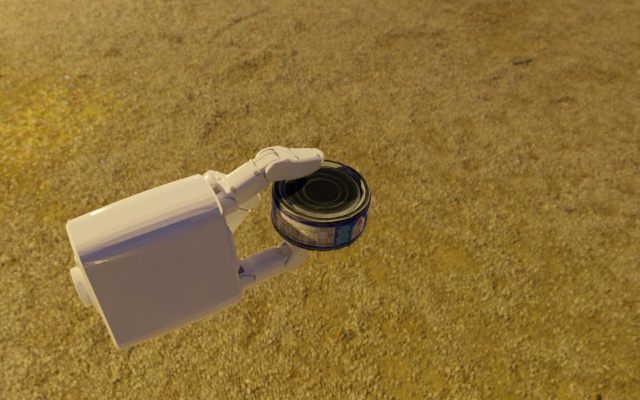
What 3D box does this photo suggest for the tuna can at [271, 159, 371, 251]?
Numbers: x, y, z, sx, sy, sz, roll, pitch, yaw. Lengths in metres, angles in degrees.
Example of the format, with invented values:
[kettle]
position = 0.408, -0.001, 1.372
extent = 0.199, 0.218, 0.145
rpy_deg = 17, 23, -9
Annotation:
[tuna can]
position = 0.000, 0.001, 0.411
extent = 0.086, 0.034, 0.086
rpy_deg = 3, 41, -3
